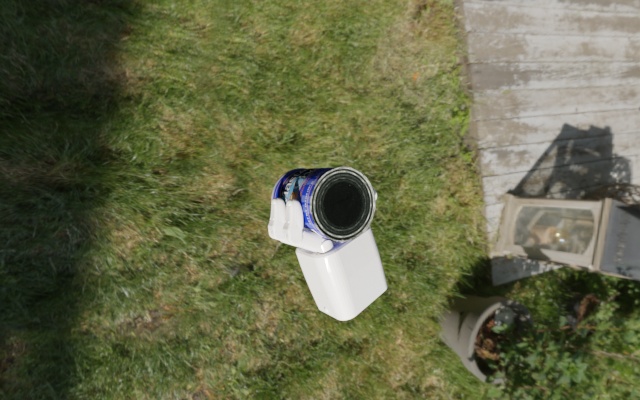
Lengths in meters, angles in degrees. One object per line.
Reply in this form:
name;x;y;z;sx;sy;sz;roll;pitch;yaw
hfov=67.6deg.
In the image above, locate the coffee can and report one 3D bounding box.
coffee can;0.000;0.002;0.706;0.103;0.103;0.140;0;2;-27
